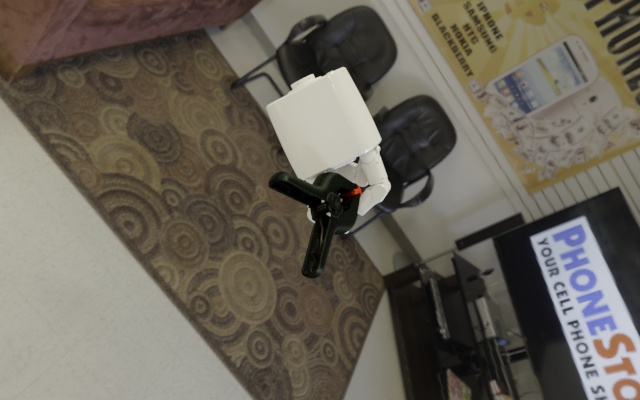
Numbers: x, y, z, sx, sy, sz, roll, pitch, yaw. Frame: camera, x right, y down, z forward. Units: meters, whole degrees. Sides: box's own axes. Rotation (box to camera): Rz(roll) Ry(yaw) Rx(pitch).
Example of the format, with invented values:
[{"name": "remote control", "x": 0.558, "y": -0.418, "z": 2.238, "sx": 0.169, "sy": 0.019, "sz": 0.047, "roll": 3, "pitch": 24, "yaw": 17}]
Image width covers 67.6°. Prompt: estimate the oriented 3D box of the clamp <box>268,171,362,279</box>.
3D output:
[{"name": "clamp", "x": 0.001, "y": 0.002, "z": 0.568, "sx": 0.039, "sy": 0.120, "sz": 0.171, "roll": -11, "pitch": 18, "yaw": 27}]
